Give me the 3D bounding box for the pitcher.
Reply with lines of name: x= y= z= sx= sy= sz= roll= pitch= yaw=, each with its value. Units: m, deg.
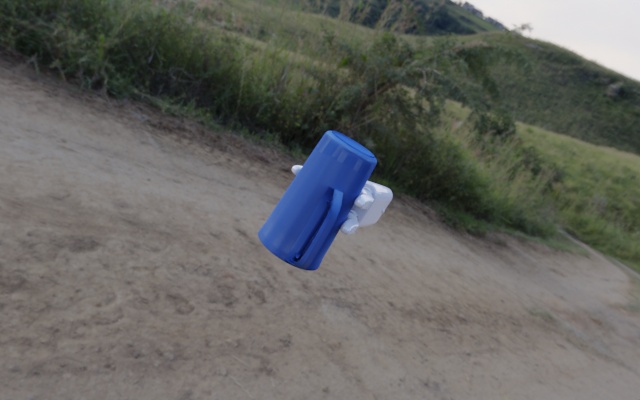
pitcher: x=0.000 y=0.003 z=0.873 sx=0.149 sy=0.243 sz=0.145 roll=39 pitch=16 yaw=25
